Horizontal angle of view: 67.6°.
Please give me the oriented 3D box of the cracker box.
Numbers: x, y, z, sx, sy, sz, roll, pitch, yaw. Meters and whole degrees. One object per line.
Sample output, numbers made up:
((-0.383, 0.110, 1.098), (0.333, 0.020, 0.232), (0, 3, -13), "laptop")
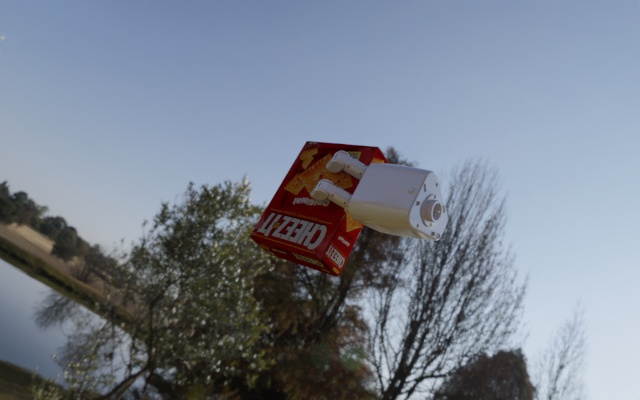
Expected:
((0.000, 0.003, 0.808), (0.164, 0.213, 0.072), (12, -26, 40), "cracker box")
